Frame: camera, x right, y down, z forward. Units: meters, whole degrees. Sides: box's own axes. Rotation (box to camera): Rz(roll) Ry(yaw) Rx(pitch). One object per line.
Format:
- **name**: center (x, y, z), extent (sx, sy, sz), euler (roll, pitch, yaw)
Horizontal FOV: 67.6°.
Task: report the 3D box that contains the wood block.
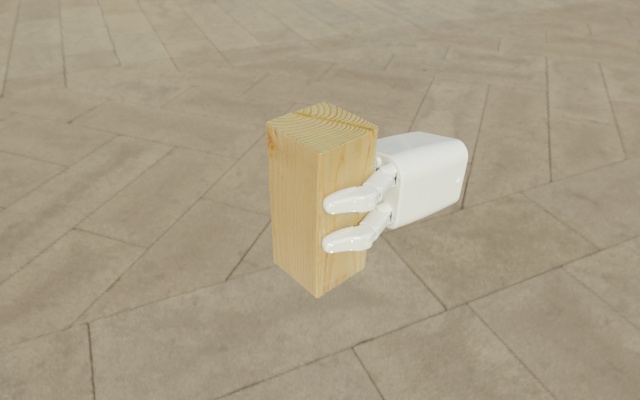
- **wood block**: center (0.000, 0.001, 0.572), extent (0.090, 0.206, 0.090), euler (-27, 44, -33)
